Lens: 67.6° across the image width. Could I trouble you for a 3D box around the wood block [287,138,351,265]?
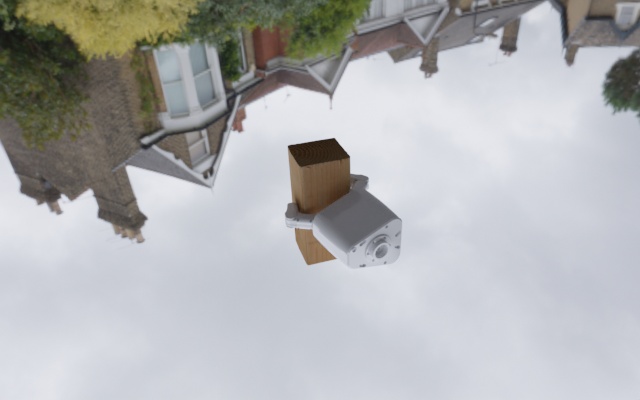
[{"bbox_3d":[0.000,0.003,0.864,0.091,0.206,0.090,-11,33,-13],"label":"wood block"}]
